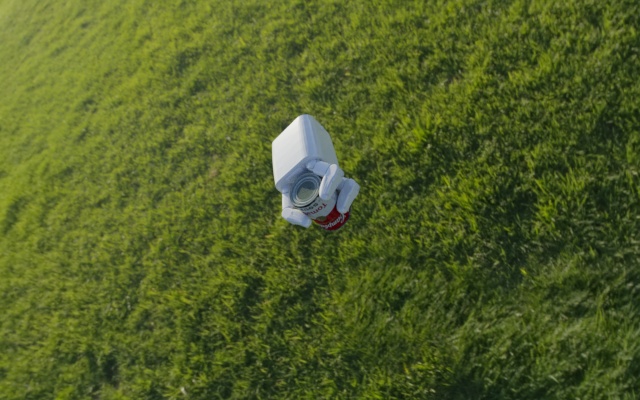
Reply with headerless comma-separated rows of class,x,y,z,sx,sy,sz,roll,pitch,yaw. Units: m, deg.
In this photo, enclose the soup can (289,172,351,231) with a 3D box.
soup can,0.000,0.003,0.831,0.068,0.068,0.102,0,-25,35
